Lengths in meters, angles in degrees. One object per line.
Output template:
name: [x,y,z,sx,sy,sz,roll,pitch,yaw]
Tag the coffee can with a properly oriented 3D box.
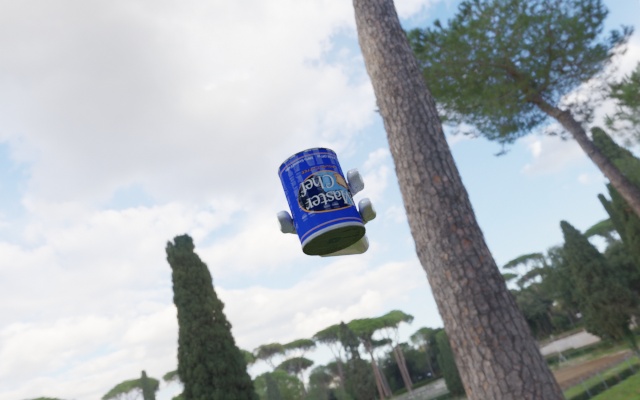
coffee can: [0.000,0.003,0.751,0.103,0.140,0.103,-16,-24,-8]
